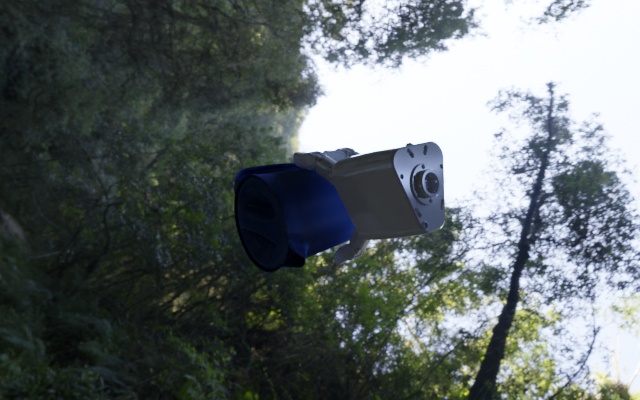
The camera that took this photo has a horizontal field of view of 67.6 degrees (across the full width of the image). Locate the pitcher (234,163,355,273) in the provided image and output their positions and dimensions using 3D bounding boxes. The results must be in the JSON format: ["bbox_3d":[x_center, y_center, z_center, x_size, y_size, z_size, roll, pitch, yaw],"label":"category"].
[{"bbox_3d":[0.000,0.002,0.707,0.243,0.149,0.145,-14,1,-37],"label":"pitcher"}]
